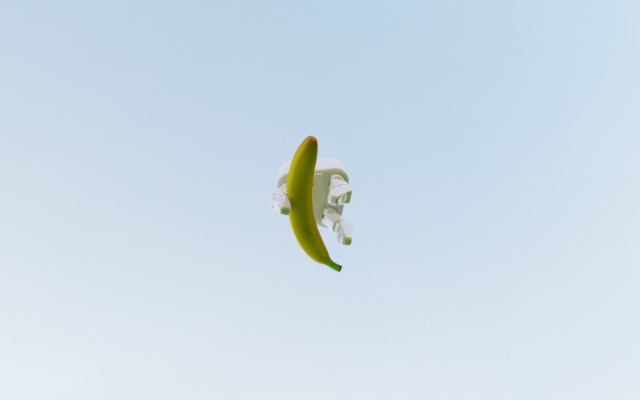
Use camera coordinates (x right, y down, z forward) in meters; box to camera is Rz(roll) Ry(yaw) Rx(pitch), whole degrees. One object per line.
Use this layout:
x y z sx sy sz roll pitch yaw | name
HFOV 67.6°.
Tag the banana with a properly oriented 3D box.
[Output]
-0.016 0.008 0.680 0.069 0.198 0.037 -7 14 21 | banana
